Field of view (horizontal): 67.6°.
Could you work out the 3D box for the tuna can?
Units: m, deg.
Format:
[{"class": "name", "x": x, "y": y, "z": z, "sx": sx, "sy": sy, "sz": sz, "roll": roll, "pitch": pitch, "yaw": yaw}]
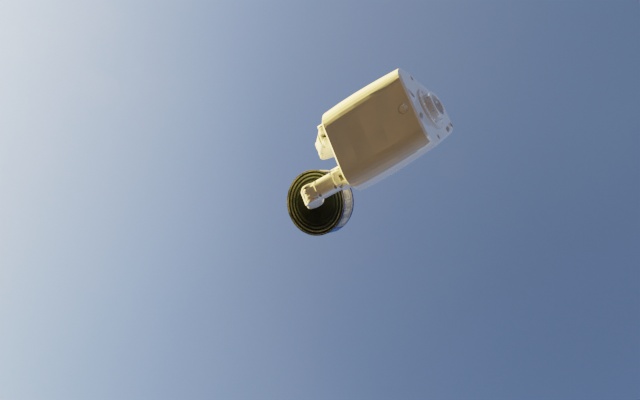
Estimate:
[{"class": "tuna can", "x": 0.000, "y": 0.002, "z": 0.629, "sx": 0.086, "sy": 0.086, "sz": 0.034, "roll": 0, "pitch": 4, "yaw": 31}]
